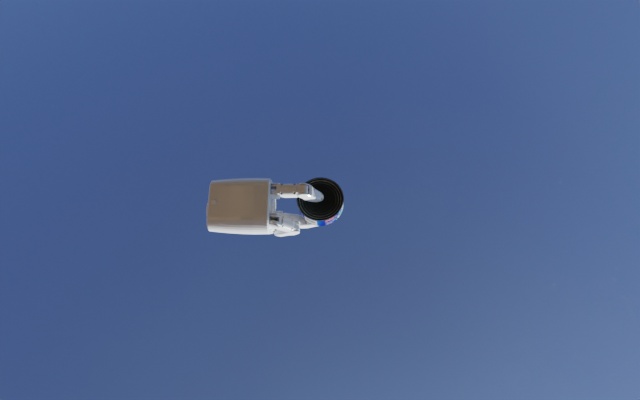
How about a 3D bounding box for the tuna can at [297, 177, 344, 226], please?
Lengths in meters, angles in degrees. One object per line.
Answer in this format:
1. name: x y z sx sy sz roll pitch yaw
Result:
1. tuna can: 0.000 0.003 0.878 0.086 0.086 0.034 0 -23 3
